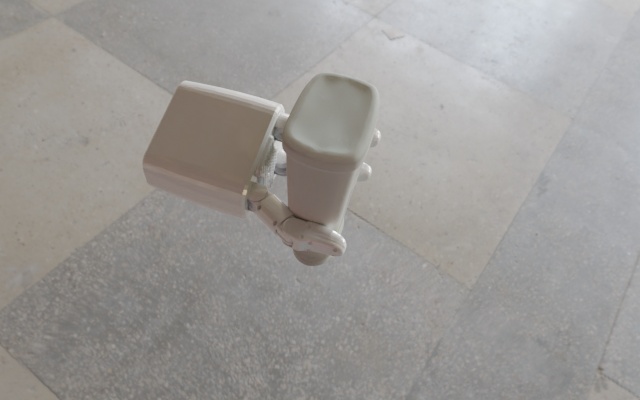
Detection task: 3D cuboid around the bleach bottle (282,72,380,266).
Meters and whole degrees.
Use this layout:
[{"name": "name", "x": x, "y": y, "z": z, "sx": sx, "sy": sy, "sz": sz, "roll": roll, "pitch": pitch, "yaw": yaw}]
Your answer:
[{"name": "bleach bottle", "x": 0.000, "y": 0.001, "z": 0.476, "sx": 0.068, "sy": 0.102, "sz": 0.251, "roll": 17, "pitch": -35, "yaw": 5}]
